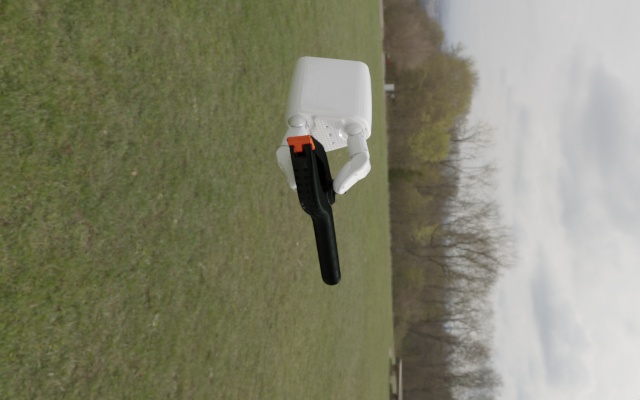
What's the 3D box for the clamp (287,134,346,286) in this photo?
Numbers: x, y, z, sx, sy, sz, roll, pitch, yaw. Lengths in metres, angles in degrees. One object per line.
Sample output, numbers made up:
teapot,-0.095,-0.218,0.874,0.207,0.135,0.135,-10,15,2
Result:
clamp,0.001,0.001,0.601,0.036,0.164,0.210,-5,-31,13
